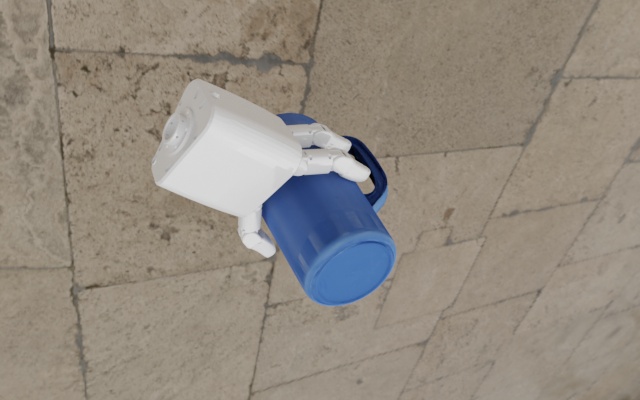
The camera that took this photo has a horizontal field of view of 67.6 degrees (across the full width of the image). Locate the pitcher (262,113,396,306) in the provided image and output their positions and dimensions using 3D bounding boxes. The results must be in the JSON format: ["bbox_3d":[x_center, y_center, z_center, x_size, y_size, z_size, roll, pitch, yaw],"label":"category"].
[{"bbox_3d":[0.000,0.002,0.581,0.145,0.149,0.242,24,22,-39],"label":"pitcher"}]
